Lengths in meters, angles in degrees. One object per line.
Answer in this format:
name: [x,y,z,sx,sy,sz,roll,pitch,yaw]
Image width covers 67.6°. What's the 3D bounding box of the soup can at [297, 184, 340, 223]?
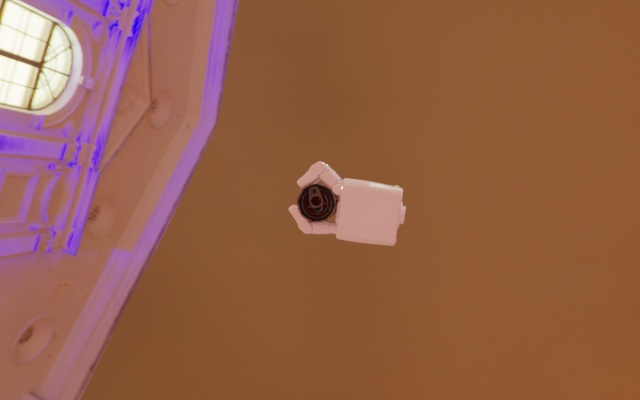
soup can: [0.000,0.003,0.875,0.068,0.068,0.102,0,2,8]
